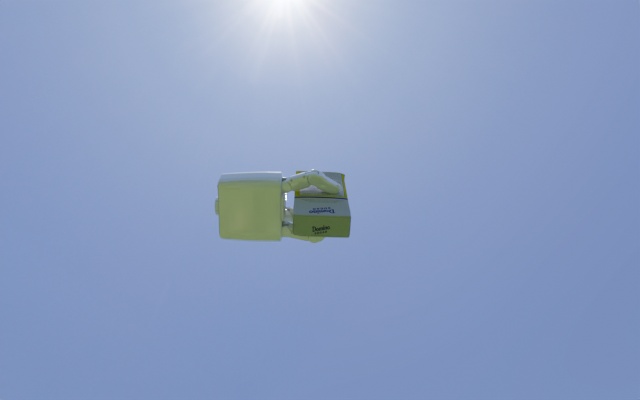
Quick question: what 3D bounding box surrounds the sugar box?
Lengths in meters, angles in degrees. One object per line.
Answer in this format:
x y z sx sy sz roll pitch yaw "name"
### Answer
0.000 0.003 0.823 0.093 0.048 0.176 2 29 -2 "sugar box"
